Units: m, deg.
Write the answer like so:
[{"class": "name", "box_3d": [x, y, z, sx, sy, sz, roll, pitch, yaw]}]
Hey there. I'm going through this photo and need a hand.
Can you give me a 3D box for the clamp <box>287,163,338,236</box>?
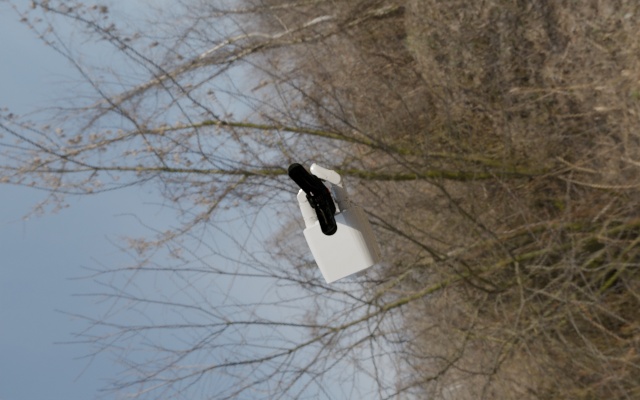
[{"class": "clamp", "box_3d": [0.000, 0.003, 0.770, 0.039, 0.120, 0.171, -25, -8, 10]}]
